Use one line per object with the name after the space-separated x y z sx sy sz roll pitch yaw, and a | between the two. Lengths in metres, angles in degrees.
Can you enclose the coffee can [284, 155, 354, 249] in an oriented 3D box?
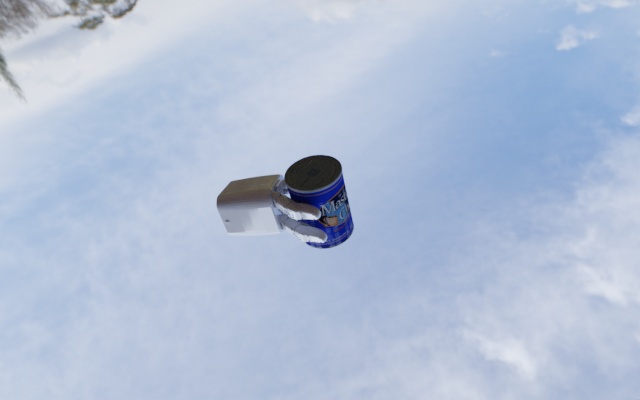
0.000 0.003 0.869 0.103 0.140 0.102 -9 39 7 | coffee can
